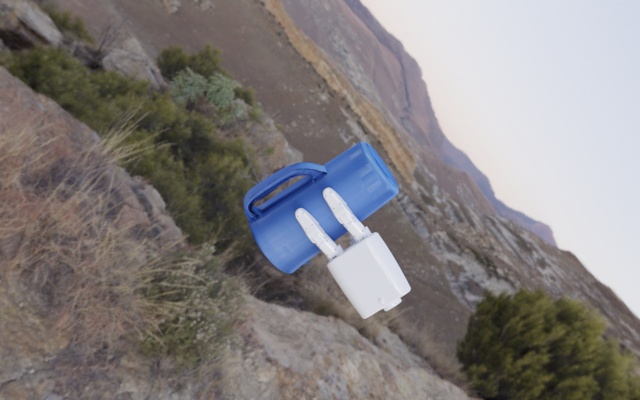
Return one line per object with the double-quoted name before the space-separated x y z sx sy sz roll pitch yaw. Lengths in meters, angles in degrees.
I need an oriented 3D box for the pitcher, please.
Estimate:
"pitcher" 0.000 0.003 0.810 0.243 0.145 0.149 -35 -11 14
